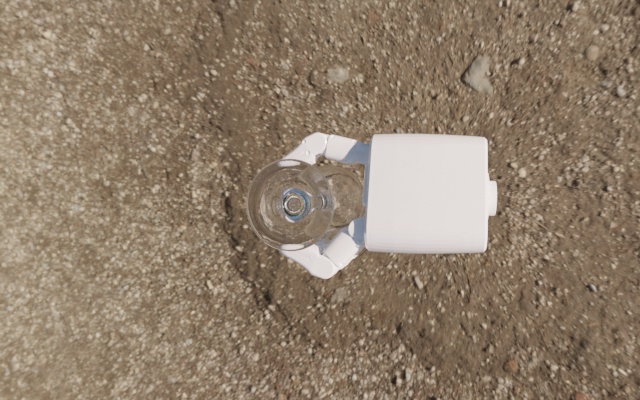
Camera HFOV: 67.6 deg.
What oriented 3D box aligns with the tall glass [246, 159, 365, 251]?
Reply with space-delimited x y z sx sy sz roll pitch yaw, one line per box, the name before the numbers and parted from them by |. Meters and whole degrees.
tall glass | 0.000 0.002 0.477 0.079 0.079 0.201 0 1 14
